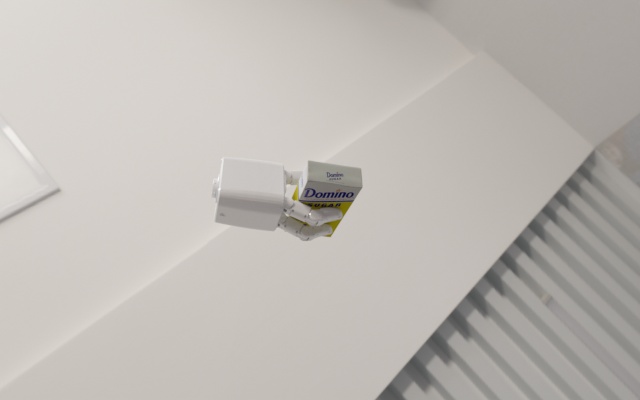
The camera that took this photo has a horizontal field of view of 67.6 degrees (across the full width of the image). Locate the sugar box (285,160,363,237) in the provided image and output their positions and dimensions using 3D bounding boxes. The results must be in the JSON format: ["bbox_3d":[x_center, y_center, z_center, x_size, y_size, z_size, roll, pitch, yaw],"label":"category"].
[{"bbox_3d":[0.000,0.003,0.821,0.093,0.048,0.176,7,-30,-13],"label":"sugar box"}]
